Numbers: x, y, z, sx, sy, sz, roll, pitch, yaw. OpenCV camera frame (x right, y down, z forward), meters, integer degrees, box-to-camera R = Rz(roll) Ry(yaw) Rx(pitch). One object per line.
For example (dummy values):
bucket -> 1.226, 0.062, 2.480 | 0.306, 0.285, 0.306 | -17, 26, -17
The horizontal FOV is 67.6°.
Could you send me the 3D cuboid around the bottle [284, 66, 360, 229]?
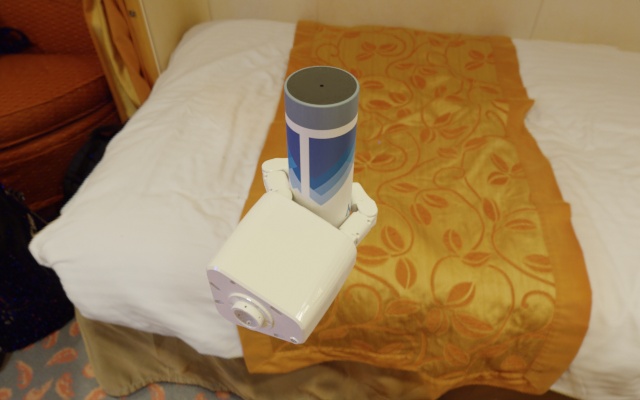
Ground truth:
bottle -> 0.000, 0.001, 0.523 | 0.069, 0.069, 0.296 | 0, -44, -1
